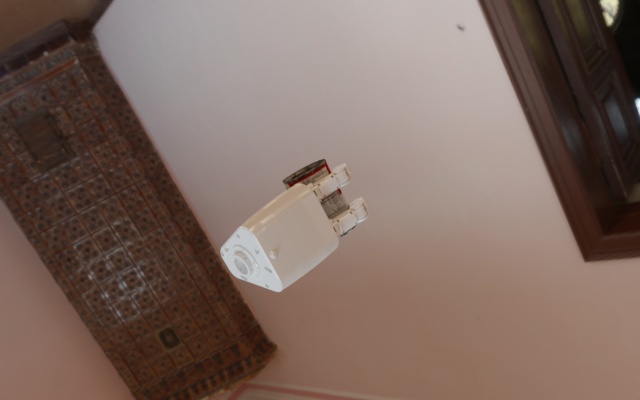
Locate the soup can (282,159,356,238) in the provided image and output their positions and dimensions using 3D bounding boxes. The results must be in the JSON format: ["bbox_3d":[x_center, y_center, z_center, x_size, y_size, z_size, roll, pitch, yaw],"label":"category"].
[{"bbox_3d":[0.000,0.002,0.670,0.068,0.102,0.068,-27,11,6],"label":"soup can"}]
